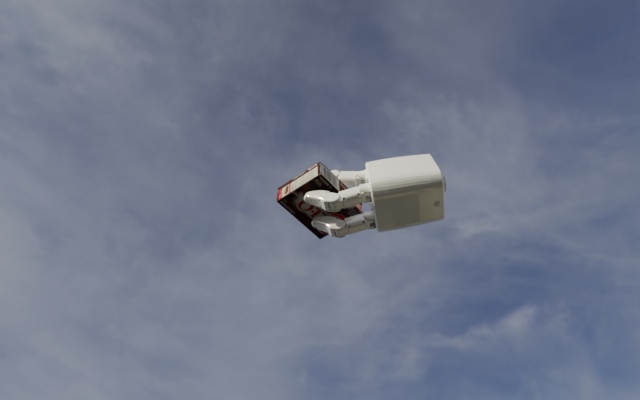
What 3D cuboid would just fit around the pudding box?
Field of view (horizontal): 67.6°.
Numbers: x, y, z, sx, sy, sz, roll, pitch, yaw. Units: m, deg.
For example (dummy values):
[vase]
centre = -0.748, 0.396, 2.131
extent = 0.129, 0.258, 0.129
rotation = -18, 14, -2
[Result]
[pudding box]
centre = 0.000, 0.002, 0.760
extent = 0.090, 0.039, 0.113
rotation = -31, -57, 24
